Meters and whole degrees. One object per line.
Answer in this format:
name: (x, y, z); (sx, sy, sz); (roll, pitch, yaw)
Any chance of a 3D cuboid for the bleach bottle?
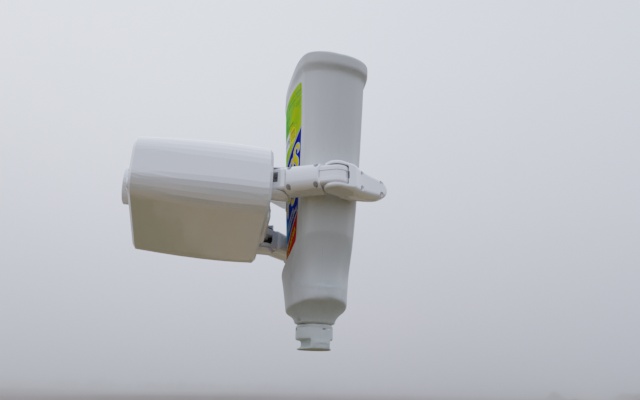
bleach bottle: (0.000, 0.001, 0.424); (0.068, 0.250, 0.103); (7, -22, -15)
